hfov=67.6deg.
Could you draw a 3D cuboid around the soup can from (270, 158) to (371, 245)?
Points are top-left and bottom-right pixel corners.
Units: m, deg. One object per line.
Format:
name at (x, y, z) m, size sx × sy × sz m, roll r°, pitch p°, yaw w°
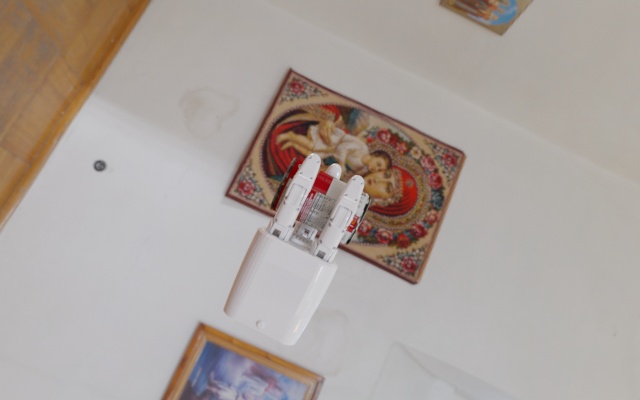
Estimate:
soup can at (0.001, 0.002, 0.568) m, size 0.102 × 0.068 × 0.068 m, roll 26°, pitch -1°, yaw -1°
